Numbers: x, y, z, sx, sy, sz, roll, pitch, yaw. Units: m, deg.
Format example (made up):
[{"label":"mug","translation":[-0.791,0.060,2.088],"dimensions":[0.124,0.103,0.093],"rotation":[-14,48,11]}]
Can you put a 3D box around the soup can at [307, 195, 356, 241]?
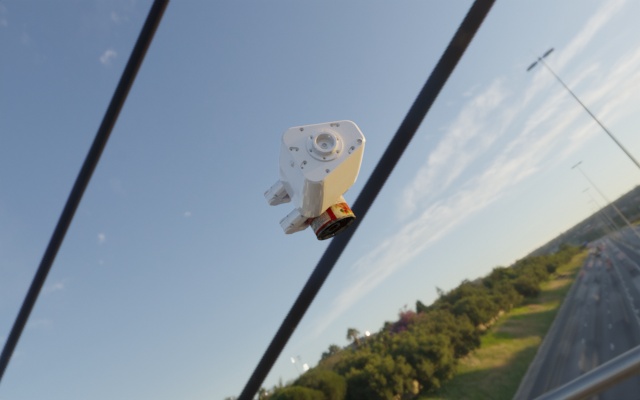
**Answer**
[{"label":"soup can","translation":[0.000,0.002,0.750],"dimensions":[0.068,0.102,0.068],"rotation":[-27,-20,-11]}]
